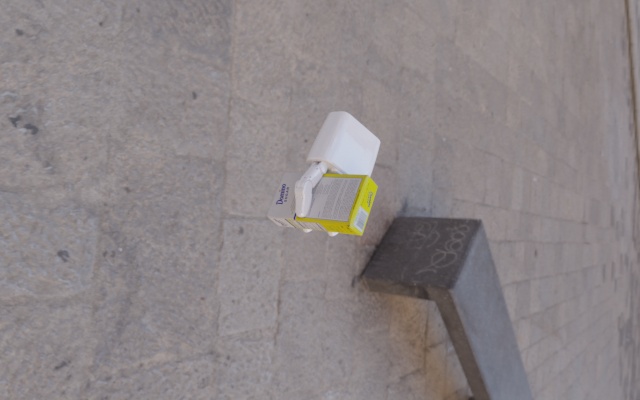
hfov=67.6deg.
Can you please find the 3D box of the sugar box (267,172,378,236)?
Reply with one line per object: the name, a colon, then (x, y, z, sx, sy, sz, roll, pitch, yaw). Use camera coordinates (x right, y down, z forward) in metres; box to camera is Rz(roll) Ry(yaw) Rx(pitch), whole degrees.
sugar box: (0.001, 0.003, 0.804, 0.176, 0.093, 0.048, 4, -26, 39)
